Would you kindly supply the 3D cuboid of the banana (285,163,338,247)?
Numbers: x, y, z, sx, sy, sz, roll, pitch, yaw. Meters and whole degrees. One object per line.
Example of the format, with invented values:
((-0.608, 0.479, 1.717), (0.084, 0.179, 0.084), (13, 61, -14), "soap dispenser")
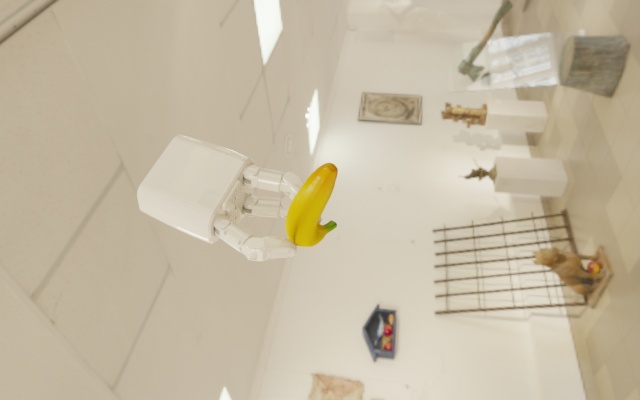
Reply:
((-0.012, 0.017, 0.550), (0.037, 0.069, 0.198), (38, -15, 12), "banana")
